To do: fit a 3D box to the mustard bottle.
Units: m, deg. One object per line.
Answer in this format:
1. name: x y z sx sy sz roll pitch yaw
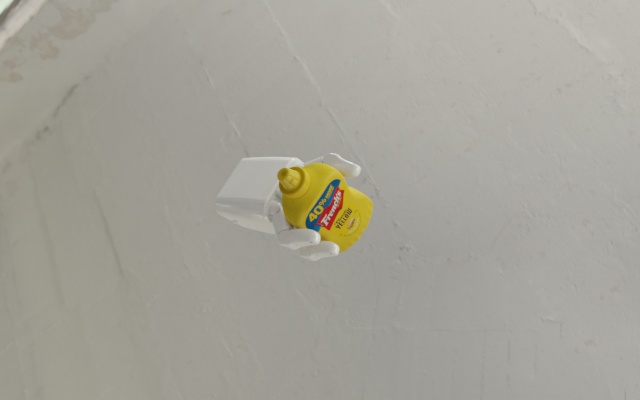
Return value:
1. mustard bottle: 0.000 0.002 0.660 0.058 0.096 0.192 34 -2 38
